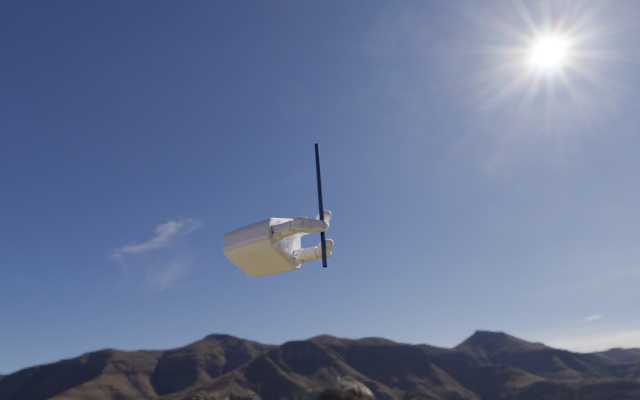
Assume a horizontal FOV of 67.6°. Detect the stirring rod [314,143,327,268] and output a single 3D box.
[{"bbox_3d":[0.000,0.003,0.853,0.011,0.239,0.011,-3,-25,-2],"label":"stirring rod"}]
